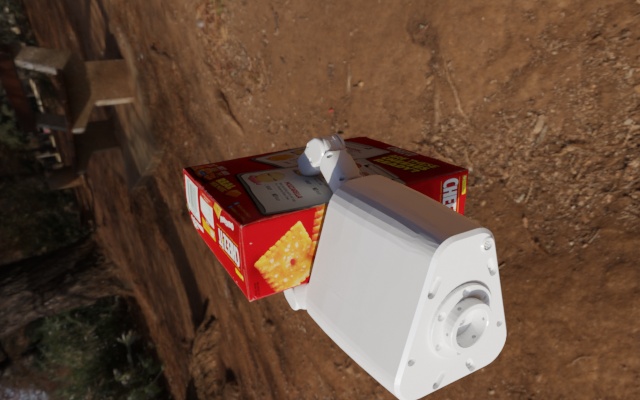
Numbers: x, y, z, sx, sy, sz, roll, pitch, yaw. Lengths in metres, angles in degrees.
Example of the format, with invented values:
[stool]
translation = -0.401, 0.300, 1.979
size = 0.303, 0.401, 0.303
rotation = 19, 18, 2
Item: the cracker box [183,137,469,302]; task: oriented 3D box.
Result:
[cracker box]
translation = 0.000, 0.001, 0.447
size = 0.213, 0.072, 0.164
rotation = -13, 24, -27
